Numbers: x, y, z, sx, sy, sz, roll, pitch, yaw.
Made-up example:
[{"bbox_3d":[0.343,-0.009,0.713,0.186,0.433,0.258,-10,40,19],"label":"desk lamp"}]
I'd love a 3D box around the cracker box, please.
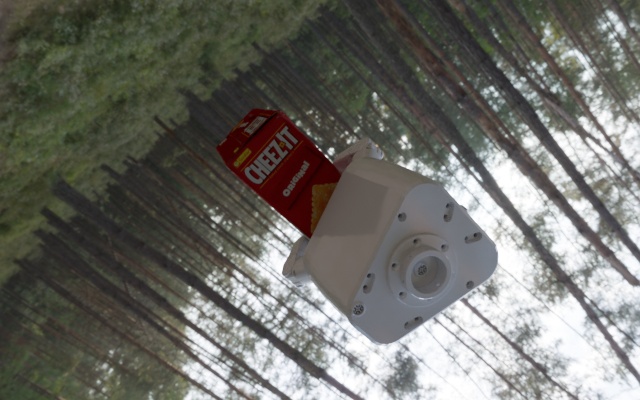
[{"bbox_3d":[0.000,0.002,0.485,0.214,0.072,0.164,43,-3,-19],"label":"cracker box"}]
